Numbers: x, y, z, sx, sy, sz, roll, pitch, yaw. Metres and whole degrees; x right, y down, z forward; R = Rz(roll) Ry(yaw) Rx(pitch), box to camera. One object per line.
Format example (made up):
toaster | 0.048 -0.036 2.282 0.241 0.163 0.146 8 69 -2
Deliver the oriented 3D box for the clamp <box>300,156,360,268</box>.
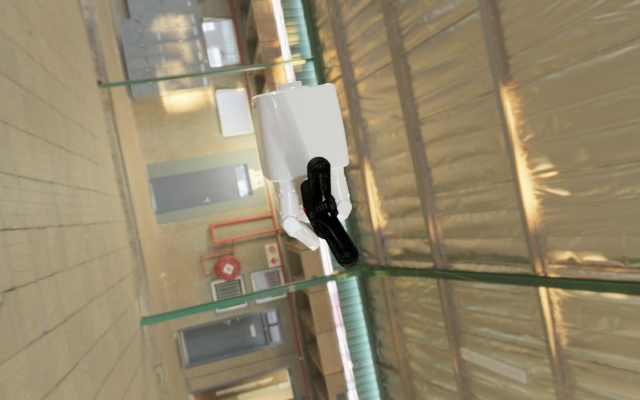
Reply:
clamp | 0.001 0.002 0.560 0.039 0.120 0.171 -13 12 -12
